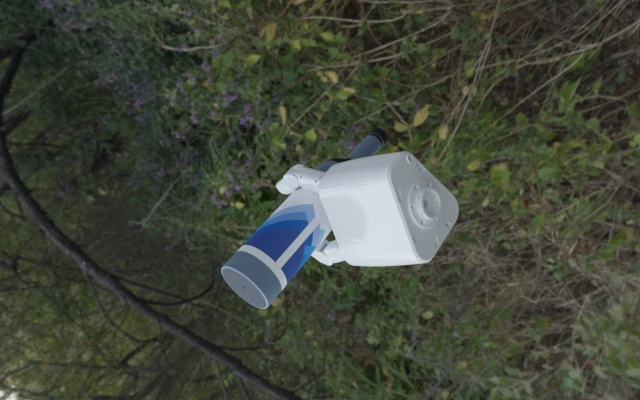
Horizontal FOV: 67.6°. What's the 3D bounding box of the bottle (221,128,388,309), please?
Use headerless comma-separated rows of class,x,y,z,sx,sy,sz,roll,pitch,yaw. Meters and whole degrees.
bottle,0.000,0.002,0.597,0.069,0.069,0.295,0,40,47
